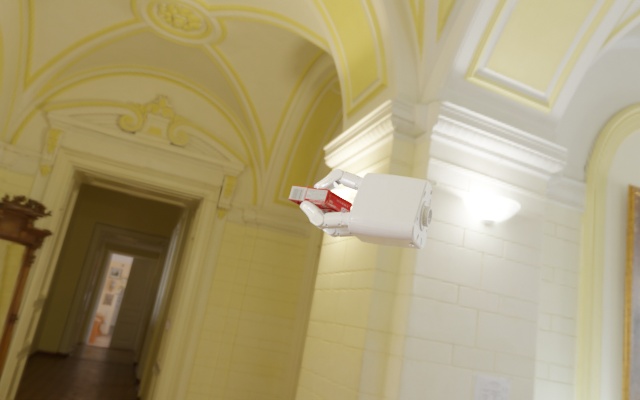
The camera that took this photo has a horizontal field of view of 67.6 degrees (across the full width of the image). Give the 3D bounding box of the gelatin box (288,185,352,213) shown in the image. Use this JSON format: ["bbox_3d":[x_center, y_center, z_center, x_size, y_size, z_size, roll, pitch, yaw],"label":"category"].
[{"bbox_3d":[0.000,0.002,0.840,0.089,0.030,0.073,8,-15,40],"label":"gelatin box"}]
